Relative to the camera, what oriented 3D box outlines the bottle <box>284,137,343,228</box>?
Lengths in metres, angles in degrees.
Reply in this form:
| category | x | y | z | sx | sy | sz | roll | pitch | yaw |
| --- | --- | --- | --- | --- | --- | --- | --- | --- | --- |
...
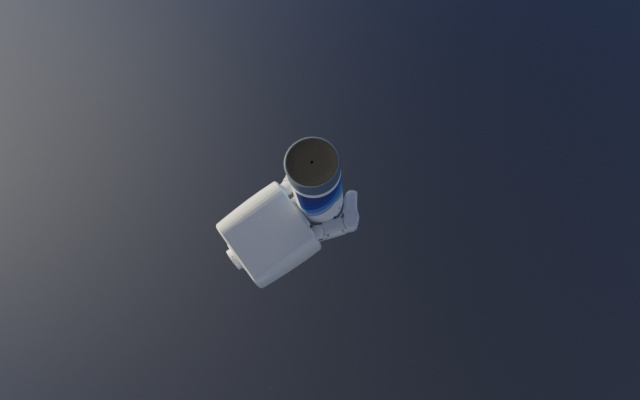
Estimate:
| category | x | y | z | sx | sy | sz | roll | pitch | yaw |
| --- | --- | --- | --- | --- | --- | --- | --- | --- | --- |
| bottle | 0.000 | 0.002 | 0.697 | 0.069 | 0.069 | 0.296 | 0 | -19 | 4 |
